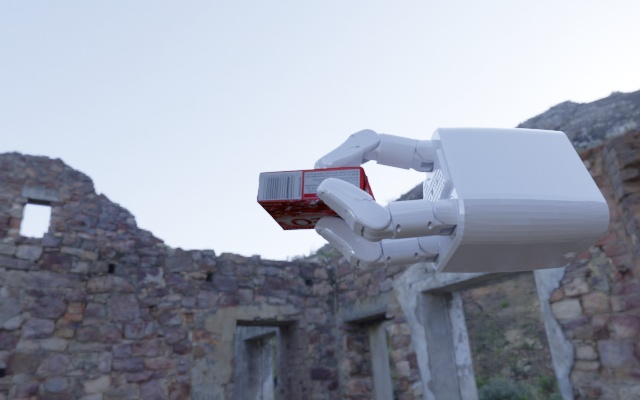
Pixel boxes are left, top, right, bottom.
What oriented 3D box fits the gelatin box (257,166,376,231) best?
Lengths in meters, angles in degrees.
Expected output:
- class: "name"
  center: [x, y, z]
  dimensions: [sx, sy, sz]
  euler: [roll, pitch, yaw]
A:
- class: "gelatin box"
  center: [0.000, 0.001, 0.404]
  dimensions: [0.089, 0.030, 0.073]
  euler: [-2, -22, 13]
